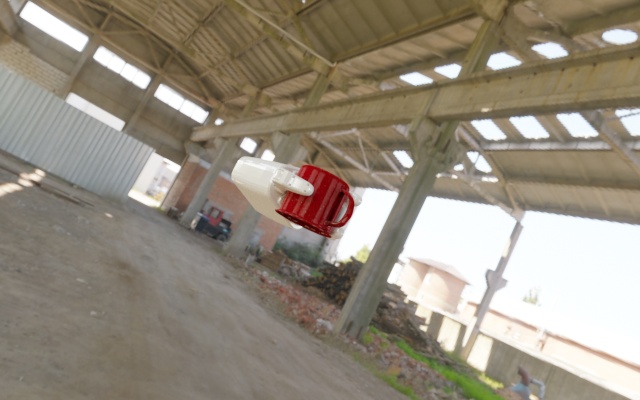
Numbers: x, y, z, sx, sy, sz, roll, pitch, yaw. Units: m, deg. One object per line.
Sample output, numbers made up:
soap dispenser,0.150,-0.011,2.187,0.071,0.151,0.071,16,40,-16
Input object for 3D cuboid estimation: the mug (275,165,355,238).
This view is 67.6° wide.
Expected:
mug,0.001,0.002,0.700,0.117,0.081,0.093,18,-12,42
